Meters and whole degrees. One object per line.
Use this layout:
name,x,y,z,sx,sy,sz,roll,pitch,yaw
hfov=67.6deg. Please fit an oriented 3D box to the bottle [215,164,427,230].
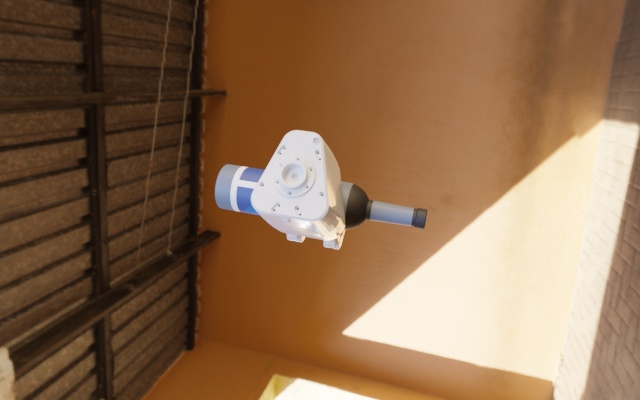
bottle,0.000,0.002,0.674,0.295,0.069,0.069,9,2,13
